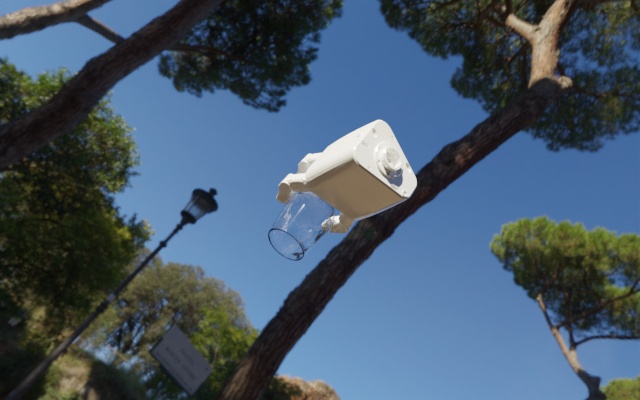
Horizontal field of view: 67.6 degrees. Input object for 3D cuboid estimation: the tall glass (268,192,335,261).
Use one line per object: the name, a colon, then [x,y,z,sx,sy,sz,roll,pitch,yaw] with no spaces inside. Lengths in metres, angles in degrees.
tall glass: [0.000,0.002,0.742,0.079,0.079,0.201,0,38,40]
